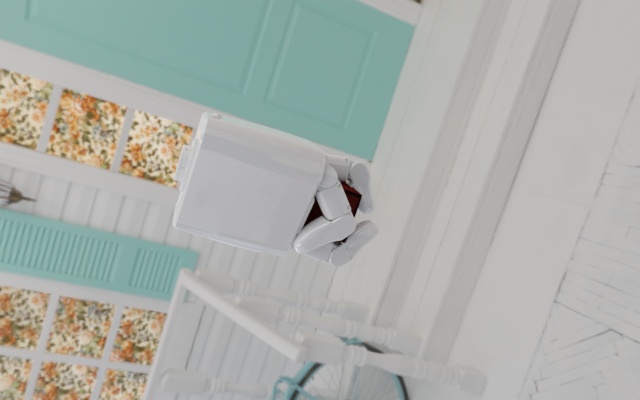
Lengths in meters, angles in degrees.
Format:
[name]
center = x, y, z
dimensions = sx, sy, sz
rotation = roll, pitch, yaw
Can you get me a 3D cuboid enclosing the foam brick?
[foam brick]
center = 0.000, 0.002, 0.485
dimensions = 0.051, 0.053, 0.078
rotation = 16, 10, -18
